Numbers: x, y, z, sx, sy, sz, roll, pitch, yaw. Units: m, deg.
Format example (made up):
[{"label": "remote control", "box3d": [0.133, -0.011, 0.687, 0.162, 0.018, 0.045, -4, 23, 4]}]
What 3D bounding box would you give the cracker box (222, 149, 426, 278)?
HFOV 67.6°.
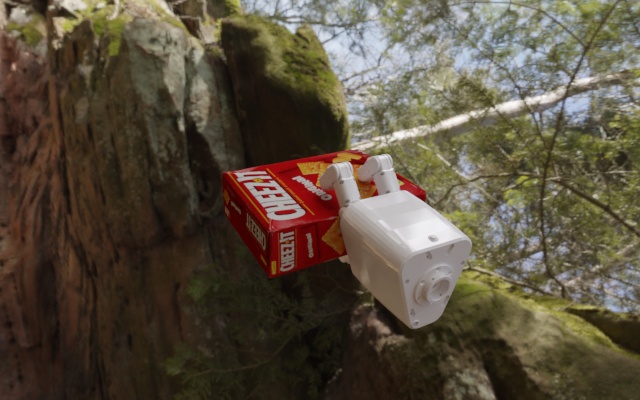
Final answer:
[{"label": "cracker box", "box3d": [0.000, 0.002, 0.618, 0.213, 0.072, 0.164, -12, 31, -26]}]
